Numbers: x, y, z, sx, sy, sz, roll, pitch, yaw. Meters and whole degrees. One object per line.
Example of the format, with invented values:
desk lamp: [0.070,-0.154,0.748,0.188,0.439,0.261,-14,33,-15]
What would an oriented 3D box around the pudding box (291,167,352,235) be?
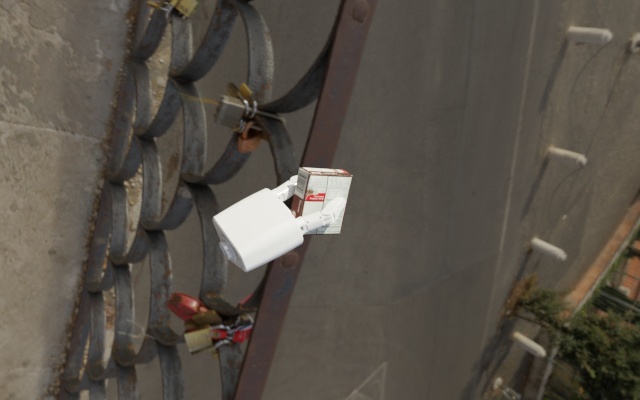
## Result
pudding box: [0.000,0.003,0.817,0.090,0.113,0.039,0,21,-33]
